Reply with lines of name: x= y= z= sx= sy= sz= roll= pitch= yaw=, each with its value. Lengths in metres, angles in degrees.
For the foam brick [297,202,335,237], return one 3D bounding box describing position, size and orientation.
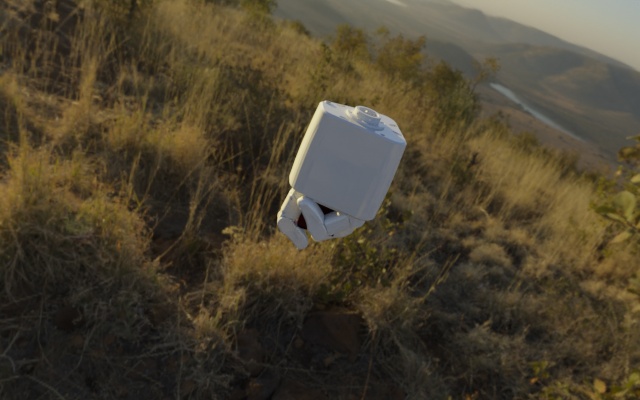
foam brick: x=0.000 y=0.002 z=0.641 sx=0.053 sy=0.051 sz=0.078 roll=16 pitch=27 yaw=-13
